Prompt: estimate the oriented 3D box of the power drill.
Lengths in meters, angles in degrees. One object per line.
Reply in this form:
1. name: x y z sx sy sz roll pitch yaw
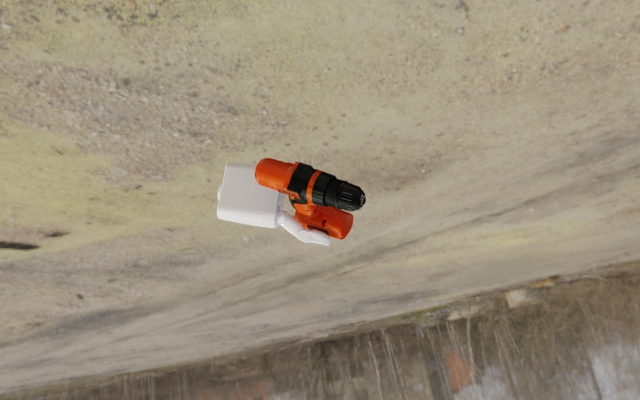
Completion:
1. power drill: 0.000 0.003 0.786 0.184 0.057 0.188 19 -19 23
